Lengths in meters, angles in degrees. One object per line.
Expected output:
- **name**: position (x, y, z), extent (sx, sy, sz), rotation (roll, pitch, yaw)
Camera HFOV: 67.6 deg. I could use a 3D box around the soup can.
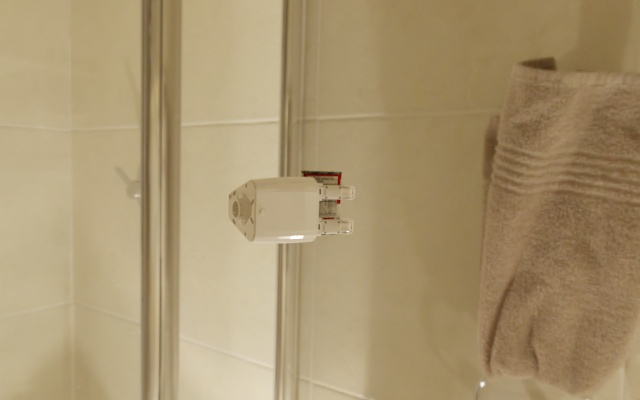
- **soup can**: position (0.000, 0.003, 0.788), extent (0.068, 0.102, 0.068), rotation (2, 4, 0)
